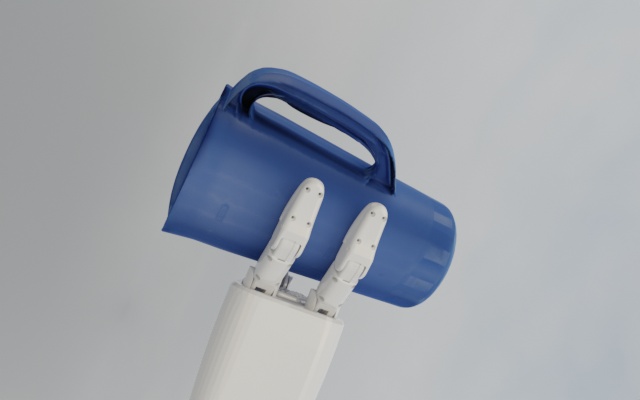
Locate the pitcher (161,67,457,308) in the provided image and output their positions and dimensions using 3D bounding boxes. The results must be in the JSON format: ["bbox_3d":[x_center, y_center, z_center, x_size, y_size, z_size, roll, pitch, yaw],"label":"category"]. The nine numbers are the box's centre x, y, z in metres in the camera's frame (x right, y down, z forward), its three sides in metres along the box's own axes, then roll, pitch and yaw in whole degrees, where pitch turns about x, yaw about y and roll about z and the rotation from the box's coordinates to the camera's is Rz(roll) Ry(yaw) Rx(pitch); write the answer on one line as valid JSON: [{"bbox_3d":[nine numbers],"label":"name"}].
[{"bbox_3d":[0.000,0.002,0.421,0.243,0.145,0.149,23,-7,-16],"label":"pitcher"}]
